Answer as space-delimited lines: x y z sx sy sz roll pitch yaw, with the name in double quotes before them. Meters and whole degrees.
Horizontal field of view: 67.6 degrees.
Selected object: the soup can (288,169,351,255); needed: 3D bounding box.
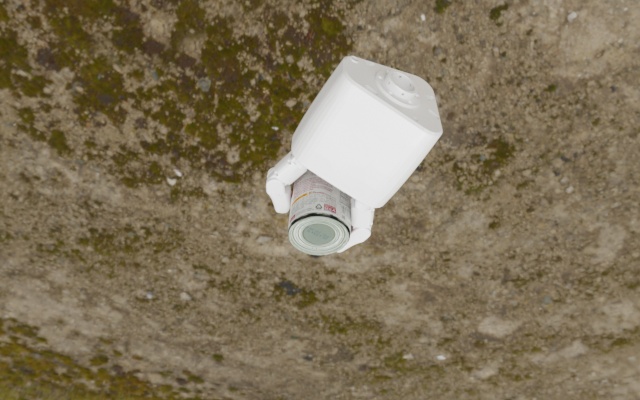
"soup can" 0.000 0.002 0.538 0.068 0.102 0.069 1 -44 1
